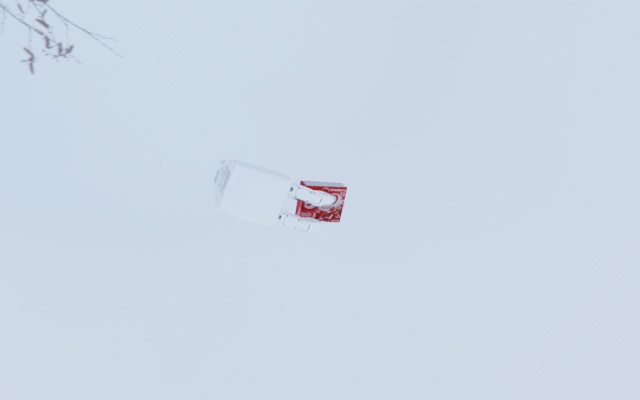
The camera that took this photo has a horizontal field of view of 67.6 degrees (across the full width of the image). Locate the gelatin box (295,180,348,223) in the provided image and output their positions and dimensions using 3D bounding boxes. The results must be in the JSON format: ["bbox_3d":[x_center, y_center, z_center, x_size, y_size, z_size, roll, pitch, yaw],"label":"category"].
[{"bbox_3d":[0.000,0.003,0.897,0.089,0.073,0.030,2,20,-25],"label":"gelatin box"}]
